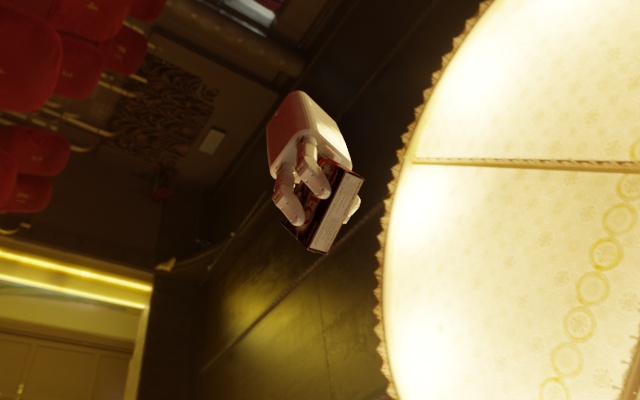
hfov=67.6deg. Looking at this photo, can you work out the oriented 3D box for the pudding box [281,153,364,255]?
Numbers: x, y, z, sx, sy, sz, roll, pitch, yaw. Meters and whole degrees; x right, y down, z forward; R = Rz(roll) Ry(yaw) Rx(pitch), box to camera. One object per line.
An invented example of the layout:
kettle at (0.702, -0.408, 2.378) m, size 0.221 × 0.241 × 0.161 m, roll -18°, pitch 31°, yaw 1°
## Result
pudding box at (0.000, 0.002, 0.631) m, size 0.039 × 0.113 × 0.090 m, roll 19°, pitch 10°, yaw -31°
